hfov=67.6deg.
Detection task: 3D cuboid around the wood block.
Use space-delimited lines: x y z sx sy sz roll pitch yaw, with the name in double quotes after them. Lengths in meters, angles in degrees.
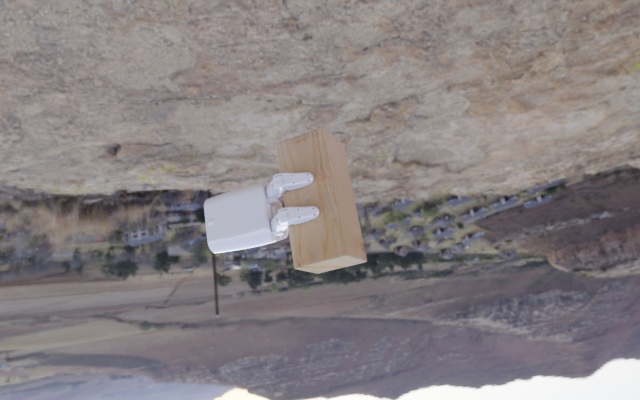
0.000 0.003 0.761 0.090 0.206 0.091 -17 -19 20 "wood block"
